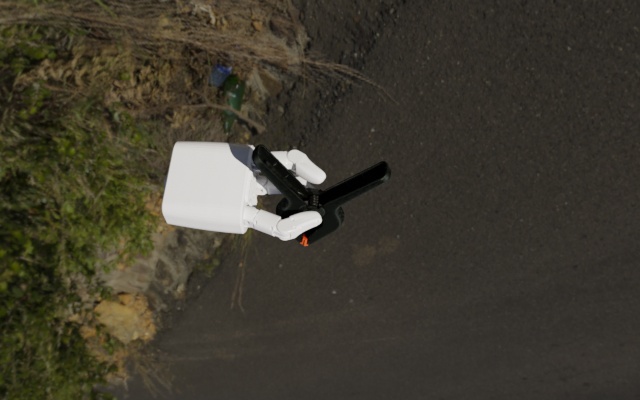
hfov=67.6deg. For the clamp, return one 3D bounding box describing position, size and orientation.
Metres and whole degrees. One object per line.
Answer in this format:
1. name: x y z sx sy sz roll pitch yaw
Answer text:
1. clamp: 0.000 0.003 0.633 0.164 0.036 0.210 5 -32 1
